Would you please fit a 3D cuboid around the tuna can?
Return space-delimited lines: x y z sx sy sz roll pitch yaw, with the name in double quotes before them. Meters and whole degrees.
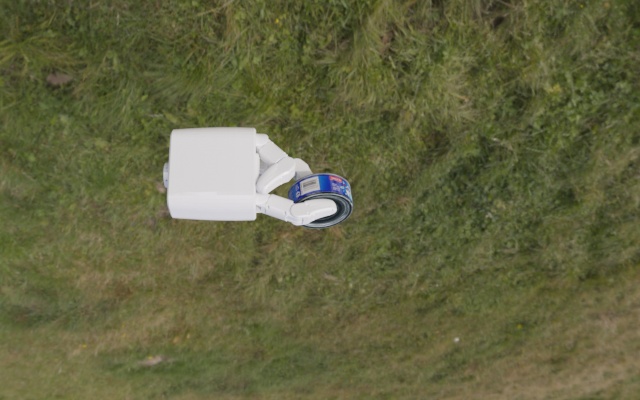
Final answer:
"tuna can" 0.000 0.003 0.640 0.086 0.033 0.086 -6 -35 -4
